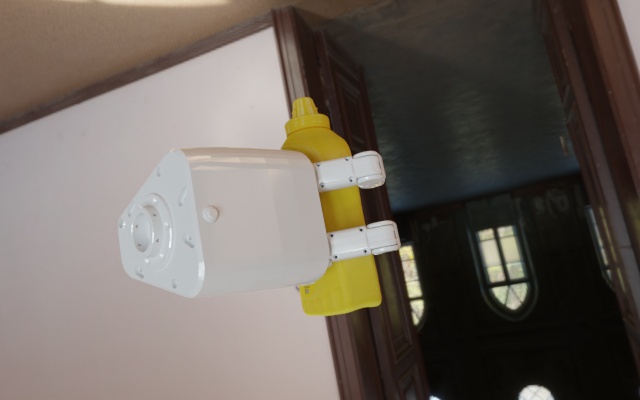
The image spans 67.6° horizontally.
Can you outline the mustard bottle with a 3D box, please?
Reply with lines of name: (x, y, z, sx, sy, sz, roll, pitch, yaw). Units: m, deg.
mustard bottle: (0.000, 0.002, 0.422, 0.058, 0.191, 0.096, -7, -10, -22)
